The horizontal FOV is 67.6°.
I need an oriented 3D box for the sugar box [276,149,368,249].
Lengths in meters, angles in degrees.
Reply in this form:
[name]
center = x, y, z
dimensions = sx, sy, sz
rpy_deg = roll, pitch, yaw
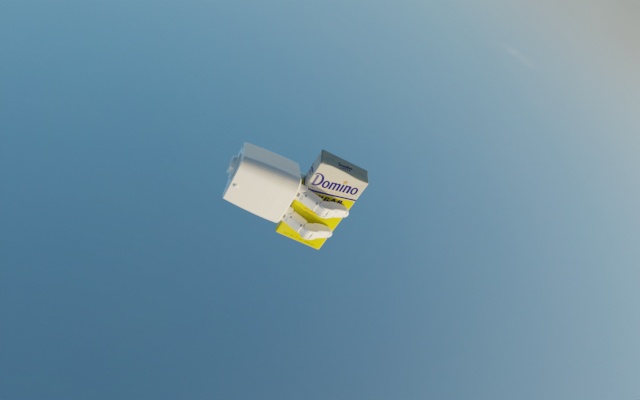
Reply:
[sugar box]
center = 0.000, 0.003, 0.845
dimensions = 0.093, 0.176, 0.048
rpy_deg = 24, 37, -16
